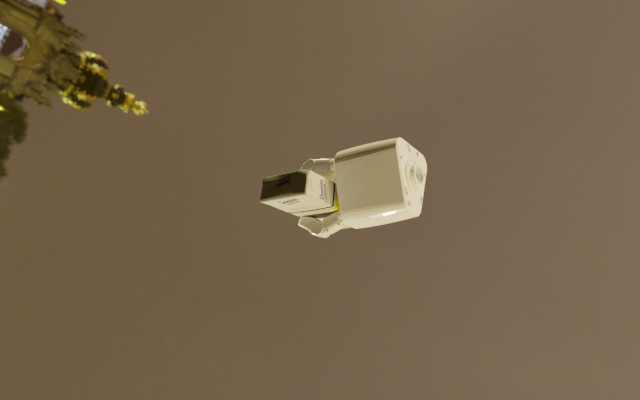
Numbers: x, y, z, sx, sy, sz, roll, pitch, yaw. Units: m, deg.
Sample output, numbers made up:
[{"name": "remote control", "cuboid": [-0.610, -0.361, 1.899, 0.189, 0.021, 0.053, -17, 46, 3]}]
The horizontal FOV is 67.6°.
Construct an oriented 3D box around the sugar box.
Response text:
[{"name": "sugar box", "cuboid": [0.000, 0.002, 0.751, 0.093, 0.048, 0.176, -8, -24, 37]}]
